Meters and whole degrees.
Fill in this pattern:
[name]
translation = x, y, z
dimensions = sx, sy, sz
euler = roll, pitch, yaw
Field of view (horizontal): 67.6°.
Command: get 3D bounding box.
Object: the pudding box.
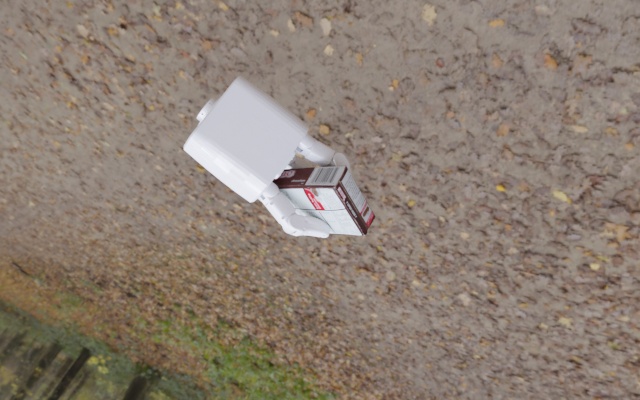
[pudding box]
translation = 0.000, 0.002, 0.604
dimensions = 0.113, 0.039, 0.090
euler = 2, -42, 40
